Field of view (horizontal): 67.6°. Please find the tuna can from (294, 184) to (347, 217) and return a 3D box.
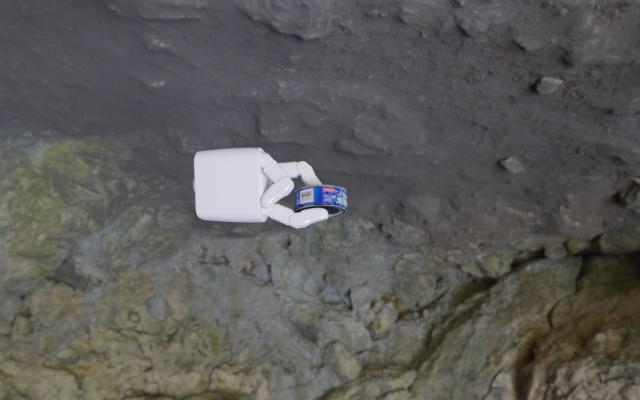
[{"bbox_3d":[0.000,0.003,0.770,0.086,0.033,0.086,-1,-16,0],"label":"tuna can"}]
